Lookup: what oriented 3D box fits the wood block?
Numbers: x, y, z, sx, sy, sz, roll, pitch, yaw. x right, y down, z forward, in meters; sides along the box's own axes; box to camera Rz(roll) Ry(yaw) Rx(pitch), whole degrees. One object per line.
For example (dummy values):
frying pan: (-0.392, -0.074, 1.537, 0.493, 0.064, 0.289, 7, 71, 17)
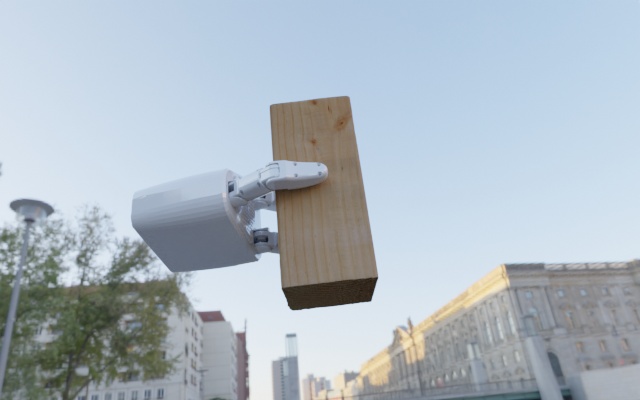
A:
wood block: (0.000, 0.001, 0.511, 0.090, 0.206, 0.091, -6, -26, -1)
